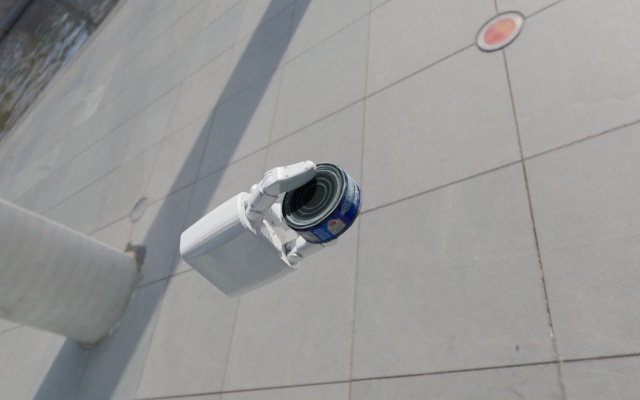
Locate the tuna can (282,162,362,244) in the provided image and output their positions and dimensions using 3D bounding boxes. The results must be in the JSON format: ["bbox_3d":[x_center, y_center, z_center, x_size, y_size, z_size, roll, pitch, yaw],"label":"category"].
[{"bbox_3d":[0.000,0.001,0.517,0.086,0.086,0.034,0,-31,40],"label":"tuna can"}]
